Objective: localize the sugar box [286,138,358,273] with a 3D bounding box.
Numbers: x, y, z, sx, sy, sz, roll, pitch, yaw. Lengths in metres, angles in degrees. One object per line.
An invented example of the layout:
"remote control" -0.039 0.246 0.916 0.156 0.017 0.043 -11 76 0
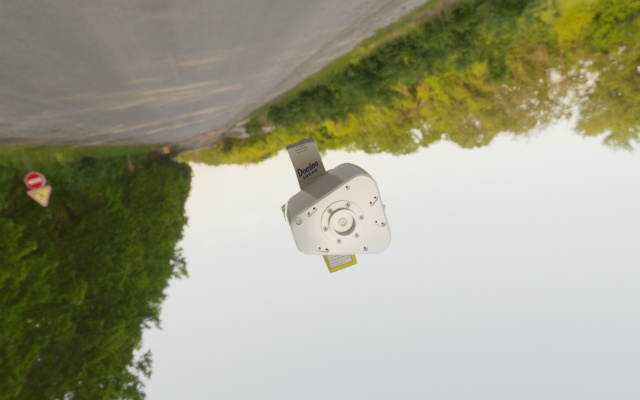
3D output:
"sugar box" 0.001 0.002 0.661 0.048 0.176 0.093 -17 10 -2
